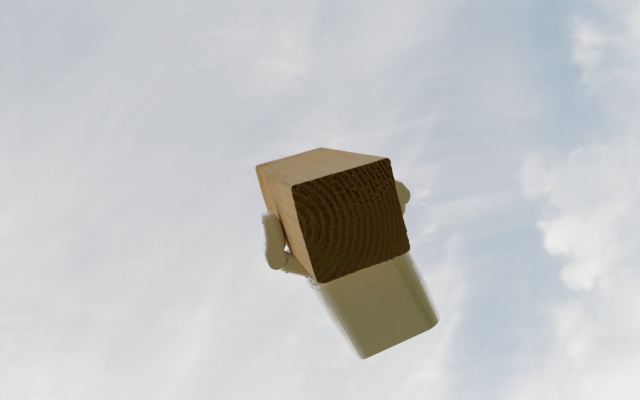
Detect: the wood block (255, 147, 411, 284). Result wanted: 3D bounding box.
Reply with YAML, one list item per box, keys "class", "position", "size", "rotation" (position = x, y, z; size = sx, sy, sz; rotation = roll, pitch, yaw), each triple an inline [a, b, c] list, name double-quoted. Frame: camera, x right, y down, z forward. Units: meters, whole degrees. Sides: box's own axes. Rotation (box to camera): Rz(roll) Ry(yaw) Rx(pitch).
- class: "wood block"
  position: [0.000, 0.002, 0.495]
  size: [0.091, 0.090, 0.206]
  rotation: [-18, 13, -13]
